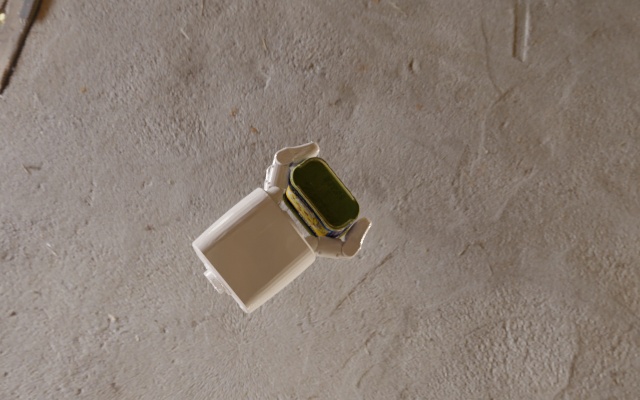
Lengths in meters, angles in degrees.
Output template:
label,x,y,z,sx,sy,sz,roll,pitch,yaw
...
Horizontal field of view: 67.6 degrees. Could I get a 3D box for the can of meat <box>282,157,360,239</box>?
label,x,y,z,sx,sy,sz,roll,pitch,yaw
can of meat,0.000,0.002,0.614,0.057,0.102,0.084,-37,-8,-17
